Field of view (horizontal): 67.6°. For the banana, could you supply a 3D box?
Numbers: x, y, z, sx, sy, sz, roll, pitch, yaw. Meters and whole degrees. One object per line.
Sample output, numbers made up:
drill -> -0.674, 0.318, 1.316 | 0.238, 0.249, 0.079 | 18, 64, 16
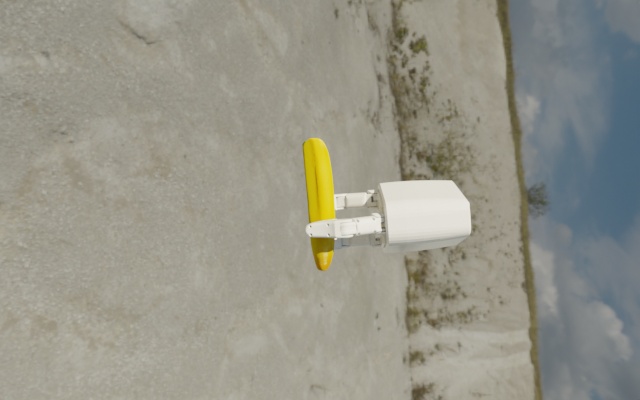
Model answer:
banana -> -0.001, -0.008, 0.642 | 0.037, 0.197, 0.070 | -5, -22, -1
